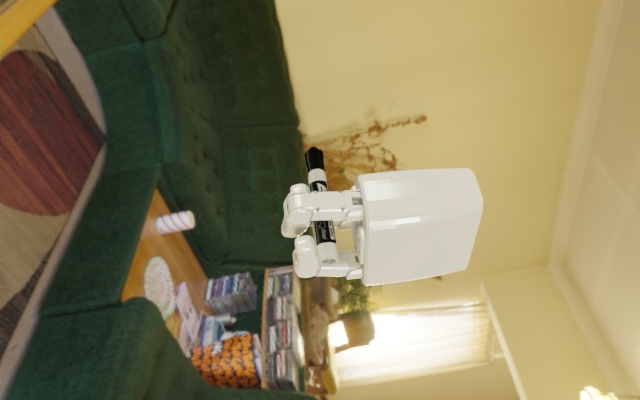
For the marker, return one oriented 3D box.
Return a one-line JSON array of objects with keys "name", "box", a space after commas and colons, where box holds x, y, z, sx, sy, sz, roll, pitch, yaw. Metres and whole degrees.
[{"name": "marker", "box": [0.000, 0.001, 0.445, 0.020, 0.121, 0.020, -6, -29, -3]}]
